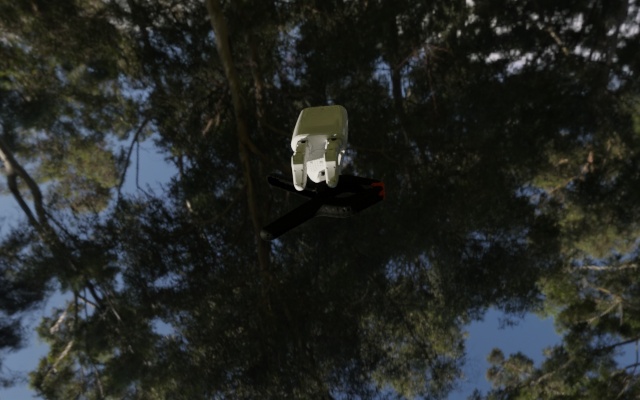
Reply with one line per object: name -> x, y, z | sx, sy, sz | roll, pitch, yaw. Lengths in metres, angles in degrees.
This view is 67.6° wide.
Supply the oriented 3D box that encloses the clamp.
clamp -> 0.001, 0.003, 0.785 | 0.210, 0.036, 0.164 | -3, 39, 9
